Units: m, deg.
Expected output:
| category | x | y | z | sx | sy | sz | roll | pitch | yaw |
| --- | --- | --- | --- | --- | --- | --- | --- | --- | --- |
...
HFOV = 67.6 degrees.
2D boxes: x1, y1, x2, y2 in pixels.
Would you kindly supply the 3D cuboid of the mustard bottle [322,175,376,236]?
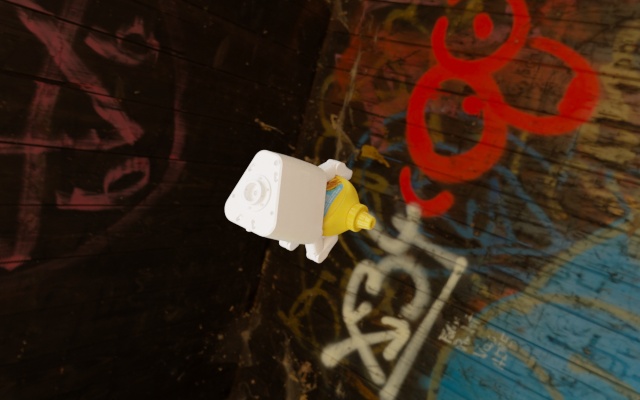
| category | x | y | z | sx | sy | sz | roll | pitch | yaw |
| --- | --- | --- | --- | --- | --- | --- | --- | --- | --- |
| mustard bottle | 0.000 | 0.002 | 0.735 | 0.191 | 0.096 | 0.058 | 22 | -21 | 33 |
